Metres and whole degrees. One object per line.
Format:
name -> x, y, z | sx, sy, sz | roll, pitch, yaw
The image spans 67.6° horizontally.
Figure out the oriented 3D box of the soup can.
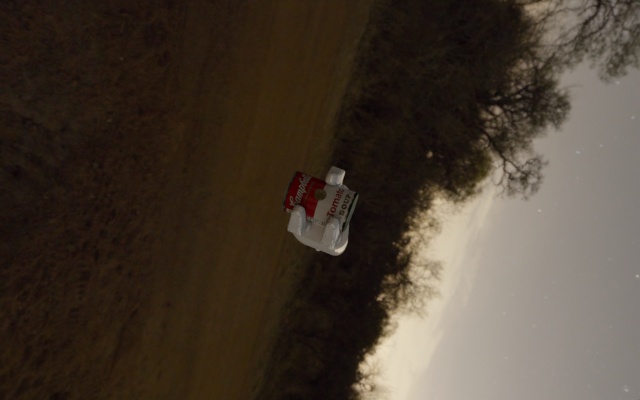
soup can -> 0.000, 0.002, 0.742 | 0.102, 0.068, 0.068 | 21, 3, 8
